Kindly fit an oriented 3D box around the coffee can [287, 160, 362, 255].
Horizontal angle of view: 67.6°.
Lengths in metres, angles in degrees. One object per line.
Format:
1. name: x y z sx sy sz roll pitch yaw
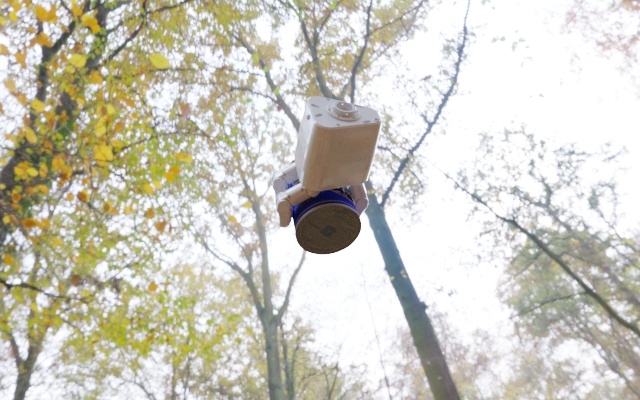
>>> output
1. coffee can: 0.000 0.003 0.770 0.103 0.103 0.140 0 40 -14
